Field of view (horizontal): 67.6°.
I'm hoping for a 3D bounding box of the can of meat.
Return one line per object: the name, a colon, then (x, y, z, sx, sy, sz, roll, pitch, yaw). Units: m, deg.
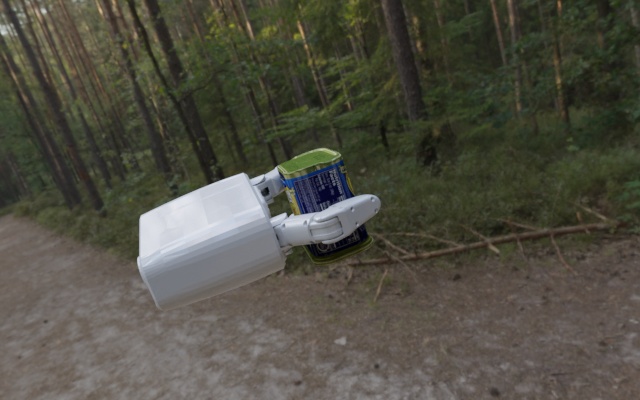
can of meat: (0.000, 0.001, 0.436, 0.057, 0.084, 0.102, -21, 13, -7)
